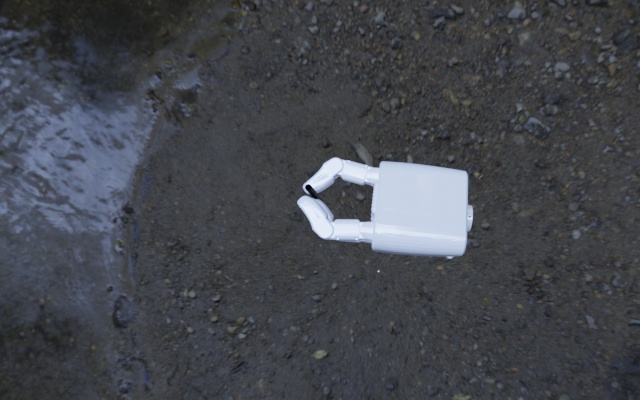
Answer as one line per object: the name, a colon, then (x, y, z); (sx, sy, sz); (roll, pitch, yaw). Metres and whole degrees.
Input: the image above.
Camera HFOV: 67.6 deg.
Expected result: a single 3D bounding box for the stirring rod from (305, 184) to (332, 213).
stirring rod: (0.000, 0.002, 0.674); (0.011, 0.011, 0.239); (0, -8, 7)
